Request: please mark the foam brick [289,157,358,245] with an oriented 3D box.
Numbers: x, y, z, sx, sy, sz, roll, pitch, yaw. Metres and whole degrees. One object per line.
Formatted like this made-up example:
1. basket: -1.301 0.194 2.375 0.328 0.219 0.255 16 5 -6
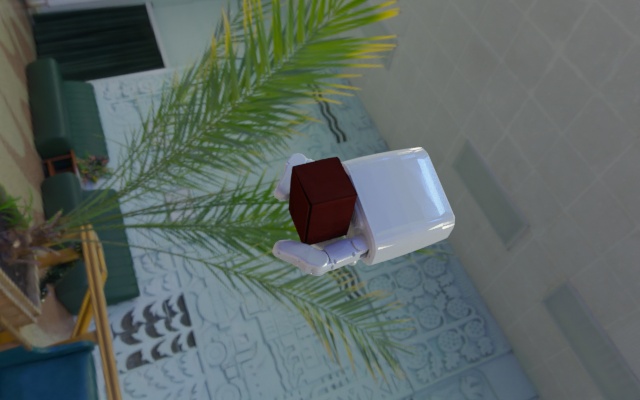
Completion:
1. foam brick: 0.000 0.002 0.495 0.051 0.053 0.078 -14 -33 -16
